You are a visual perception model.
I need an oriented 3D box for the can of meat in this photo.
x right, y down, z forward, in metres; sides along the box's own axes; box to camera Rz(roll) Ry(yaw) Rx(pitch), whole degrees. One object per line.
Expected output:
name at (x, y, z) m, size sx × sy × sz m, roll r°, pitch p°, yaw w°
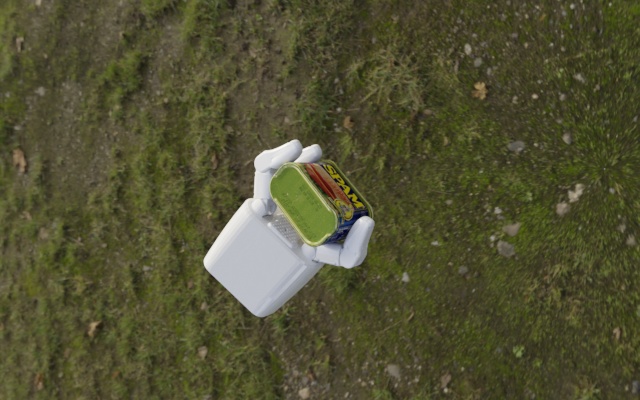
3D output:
can of meat at (0.000, 0.002, 0.546) m, size 0.057 × 0.102 × 0.084 m, roll -47°, pitch -19°, yaw 25°
